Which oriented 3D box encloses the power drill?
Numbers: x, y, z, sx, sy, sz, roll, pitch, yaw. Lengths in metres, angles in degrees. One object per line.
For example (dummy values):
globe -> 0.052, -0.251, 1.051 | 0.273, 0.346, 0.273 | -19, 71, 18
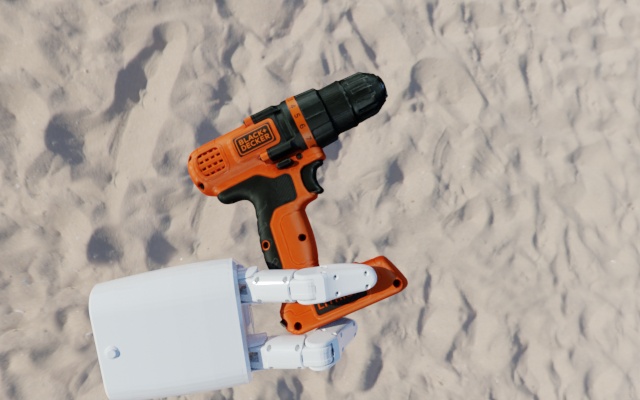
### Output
power drill -> 0.000, 0.002, 0.403 | 0.184, 0.187, 0.057 | -26, -11, 5
